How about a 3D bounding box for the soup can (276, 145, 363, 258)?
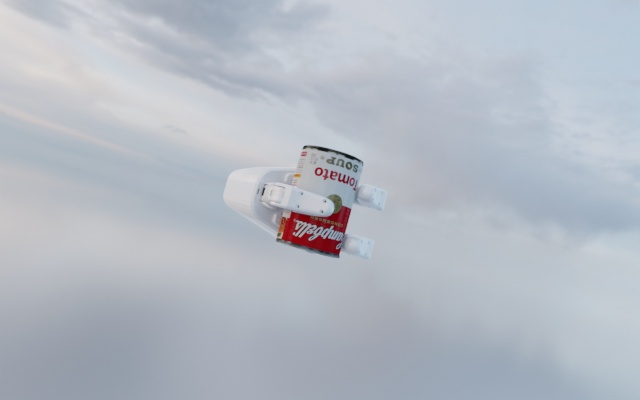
[{"bbox_3d":[0.000,0.001,0.491,0.068,0.102,0.068,16,-4,1],"label":"soup can"}]
